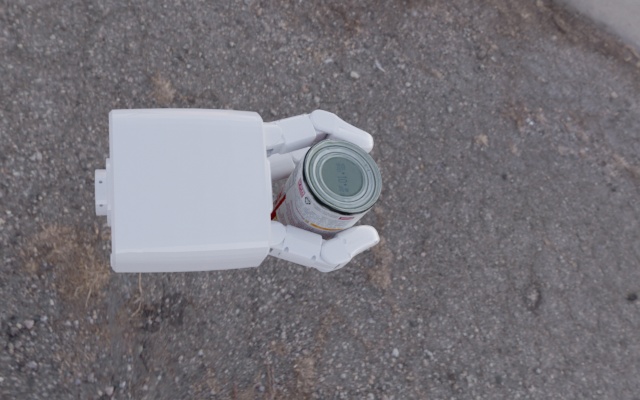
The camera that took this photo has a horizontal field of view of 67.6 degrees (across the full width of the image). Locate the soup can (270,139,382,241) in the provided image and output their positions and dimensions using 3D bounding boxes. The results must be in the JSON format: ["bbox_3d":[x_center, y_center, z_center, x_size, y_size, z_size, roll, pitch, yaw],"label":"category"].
[{"bbox_3d":[0.001,0.001,0.407,0.068,0.068,0.102,0,-25,-23],"label":"soup can"}]
